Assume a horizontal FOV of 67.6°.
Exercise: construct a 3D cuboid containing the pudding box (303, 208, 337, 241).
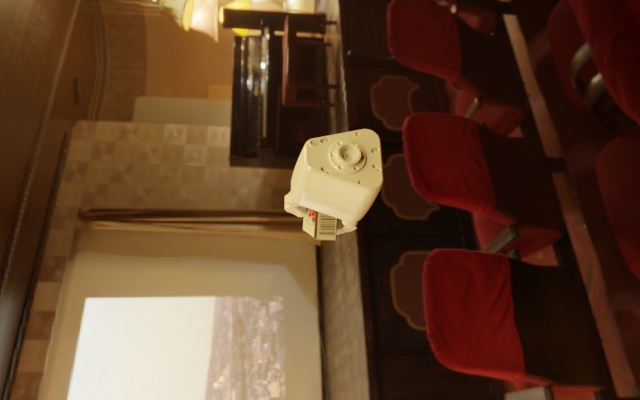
[{"bbox_3d":[0.000,0.003,0.767,0.039,0.113,0.090,4,4,-14],"label":"pudding box"}]
